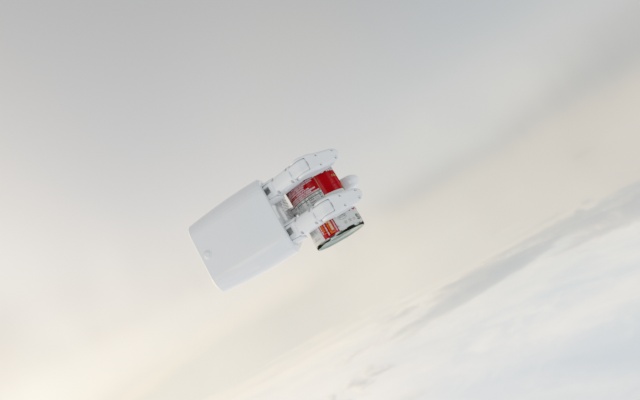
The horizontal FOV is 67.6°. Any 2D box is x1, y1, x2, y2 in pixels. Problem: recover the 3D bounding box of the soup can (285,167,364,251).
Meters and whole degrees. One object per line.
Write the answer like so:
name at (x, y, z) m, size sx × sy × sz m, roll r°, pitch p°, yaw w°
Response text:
soup can at (0.001, 0.002, 0.583) m, size 0.068 × 0.102 × 0.068 m, roll -29°, pitch -11°, yaw -6°
